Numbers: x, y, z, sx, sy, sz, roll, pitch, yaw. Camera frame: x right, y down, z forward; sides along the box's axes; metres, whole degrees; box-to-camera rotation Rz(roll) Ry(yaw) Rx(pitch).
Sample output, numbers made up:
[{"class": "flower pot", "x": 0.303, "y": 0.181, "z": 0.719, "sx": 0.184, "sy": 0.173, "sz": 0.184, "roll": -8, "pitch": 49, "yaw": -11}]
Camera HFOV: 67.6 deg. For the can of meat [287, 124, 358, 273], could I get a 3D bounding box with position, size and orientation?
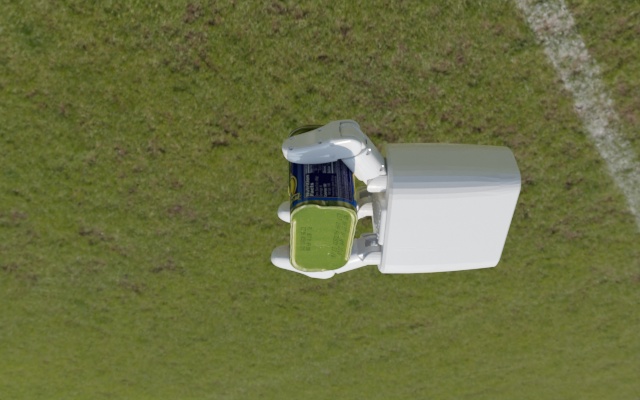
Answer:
[{"class": "can of meat", "x": 0.000, "y": 0.002, "z": 0.406, "sx": 0.057, "sy": 0.083, "sz": 0.102, "roll": 0, "pitch": -38, "yaw": -3}]
